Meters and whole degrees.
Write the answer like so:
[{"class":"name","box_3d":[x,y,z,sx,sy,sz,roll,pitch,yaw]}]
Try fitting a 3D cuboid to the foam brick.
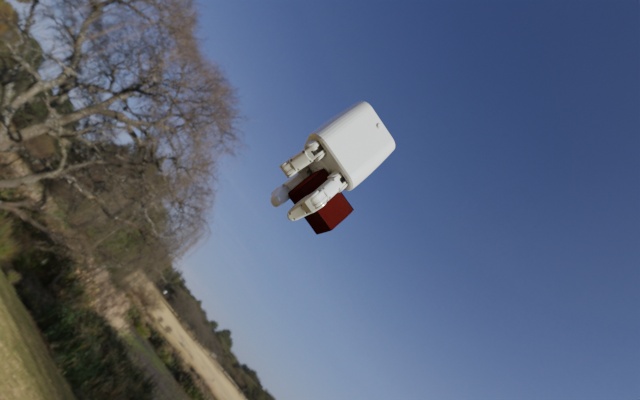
[{"class":"foam brick","box_3d":[0.000,0.003,0.699,0.051,0.078,0.053,-40,10,-26]}]
